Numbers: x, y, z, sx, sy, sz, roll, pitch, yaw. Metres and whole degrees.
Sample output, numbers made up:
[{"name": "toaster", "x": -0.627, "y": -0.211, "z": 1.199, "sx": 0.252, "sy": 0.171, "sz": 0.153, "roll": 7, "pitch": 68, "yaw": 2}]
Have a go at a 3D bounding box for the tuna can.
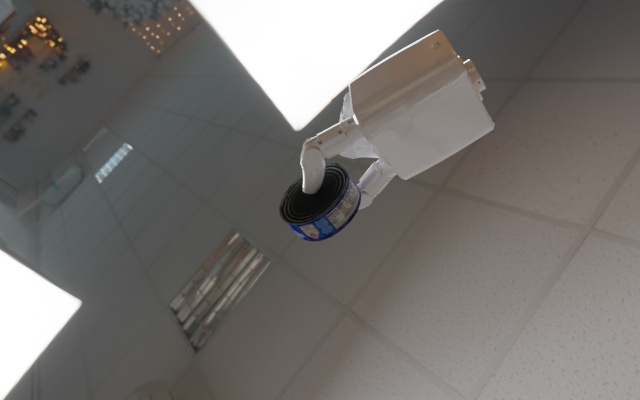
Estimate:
[{"name": "tuna can", "x": 0.000, "y": 0.002, "z": 0.514, "sx": 0.086, "sy": 0.086, "sz": 0.034, "roll": 0, "pitch": -41, "yaw": 44}]
